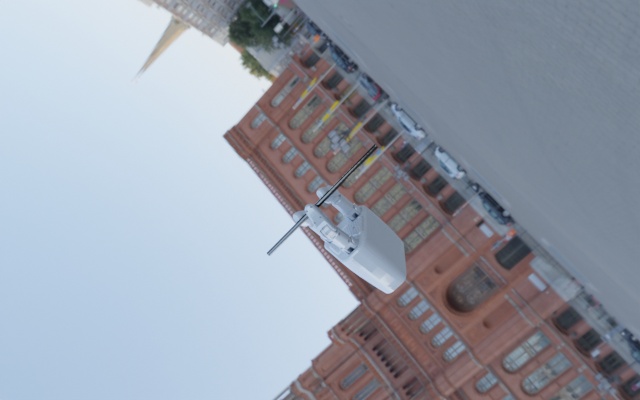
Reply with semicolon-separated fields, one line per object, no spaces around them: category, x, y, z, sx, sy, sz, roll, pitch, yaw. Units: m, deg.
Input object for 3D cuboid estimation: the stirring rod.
stirring rod;0.000;0.002;0.732;0.239;0.011;0.011;-45;-13;13
